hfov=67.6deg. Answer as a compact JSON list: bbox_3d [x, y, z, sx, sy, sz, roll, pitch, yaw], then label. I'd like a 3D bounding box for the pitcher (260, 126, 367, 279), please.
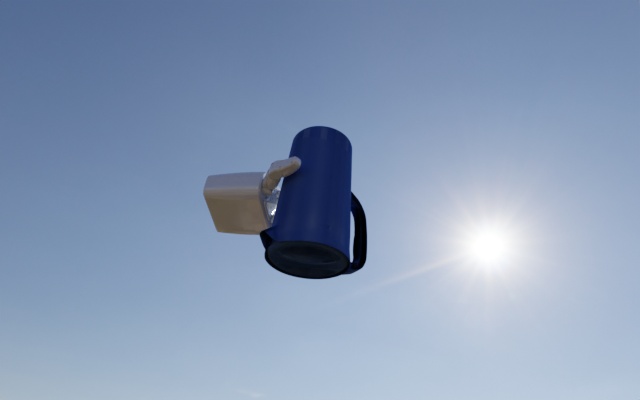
[{"bbox_3d":[0.000,0.003,0.795,0.145,0.242,0.149,-2,-34,15],"label":"pitcher"}]
